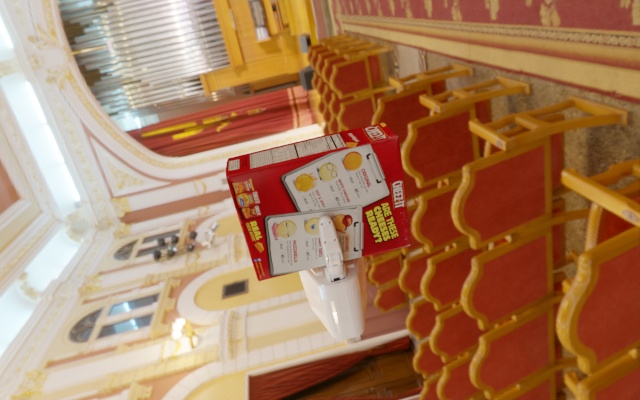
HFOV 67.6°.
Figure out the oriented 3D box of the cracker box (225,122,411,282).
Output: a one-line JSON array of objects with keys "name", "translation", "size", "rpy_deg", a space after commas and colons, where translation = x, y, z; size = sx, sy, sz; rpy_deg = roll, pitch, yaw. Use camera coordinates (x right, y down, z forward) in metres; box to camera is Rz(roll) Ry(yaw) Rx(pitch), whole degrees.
[{"name": "cracker box", "translation": [0.000, 0.002, 0.630], "size": [0.213, 0.164, 0.072], "rpy_deg": [-14, 30, -3]}]
